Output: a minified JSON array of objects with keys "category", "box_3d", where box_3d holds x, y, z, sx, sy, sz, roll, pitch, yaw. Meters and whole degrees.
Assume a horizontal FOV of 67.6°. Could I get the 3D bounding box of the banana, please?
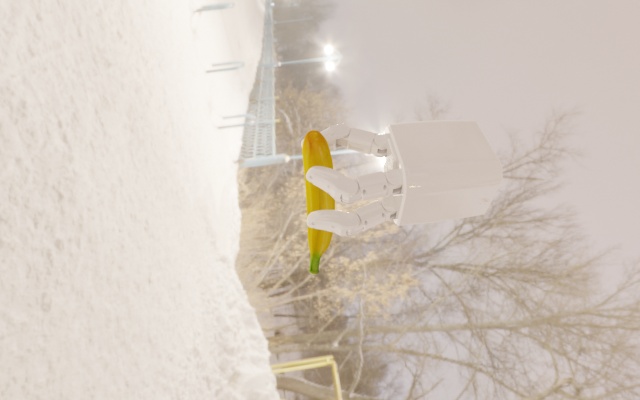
[{"category":"banana","box_3d":[0.000,-0.006,0.578,0.037,0.198,0.069,-3,34,0]}]
